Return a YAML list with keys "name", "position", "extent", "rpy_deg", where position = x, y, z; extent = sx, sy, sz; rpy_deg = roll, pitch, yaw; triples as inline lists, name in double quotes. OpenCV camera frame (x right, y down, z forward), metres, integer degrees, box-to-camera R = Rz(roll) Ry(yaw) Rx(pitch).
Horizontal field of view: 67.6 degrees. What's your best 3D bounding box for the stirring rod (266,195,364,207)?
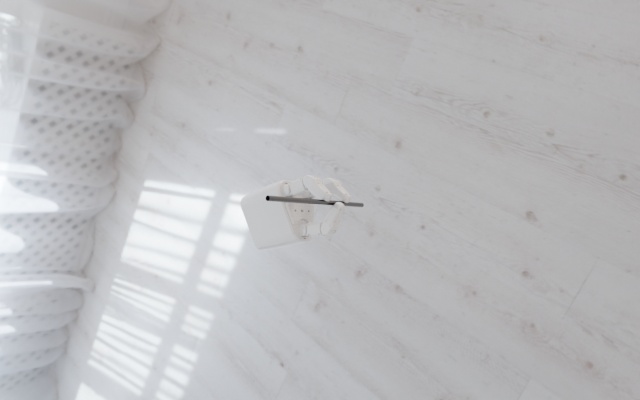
- name: "stirring rod"
  position: [0.000, 0.003, 0.768]
  extent: [0.011, 0.011, 0.239]
  rpy_deg: [0, -3, 38]
